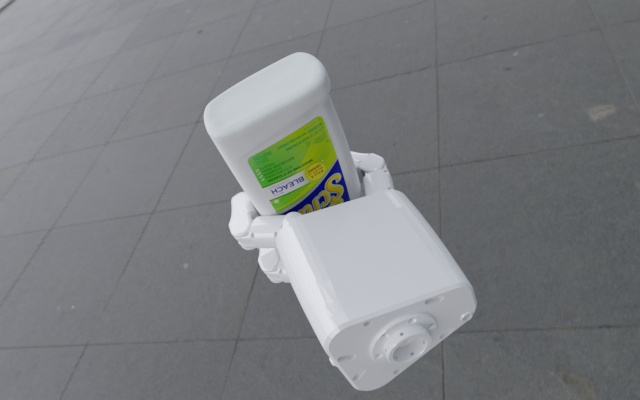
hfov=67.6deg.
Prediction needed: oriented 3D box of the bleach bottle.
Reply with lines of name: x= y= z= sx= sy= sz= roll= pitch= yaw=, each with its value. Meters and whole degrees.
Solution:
bleach bottle: x=0.000 y=0.001 z=0.434 sx=0.102 sy=0.251 sz=0.068 roll=-29 pitch=42 yaw=0
